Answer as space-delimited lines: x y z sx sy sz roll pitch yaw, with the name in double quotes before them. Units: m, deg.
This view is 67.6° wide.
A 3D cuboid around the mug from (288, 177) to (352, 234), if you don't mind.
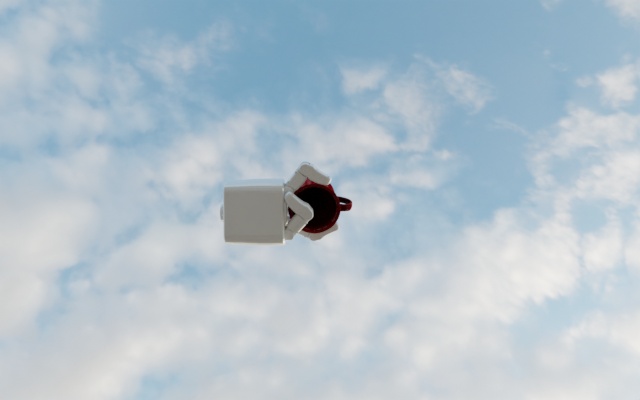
"mug" 0.002 0.003 0.879 0.117 0.093 0.081 0 18 -2
